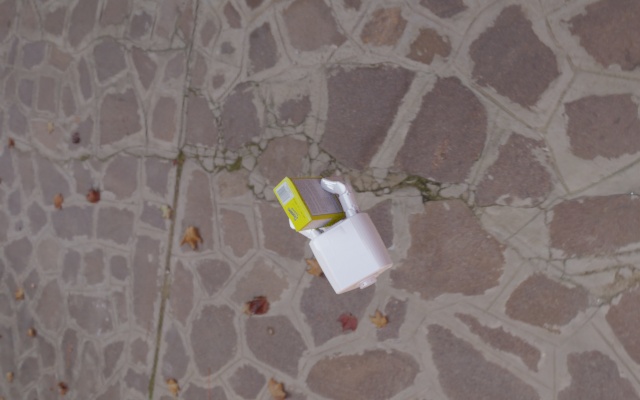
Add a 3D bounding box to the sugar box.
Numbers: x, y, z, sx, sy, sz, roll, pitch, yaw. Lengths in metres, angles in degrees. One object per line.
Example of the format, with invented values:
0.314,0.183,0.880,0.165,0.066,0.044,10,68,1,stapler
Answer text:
0.000,0.003,0.890,0.048,0.093,0.176,-39,-20,27,sugar box
